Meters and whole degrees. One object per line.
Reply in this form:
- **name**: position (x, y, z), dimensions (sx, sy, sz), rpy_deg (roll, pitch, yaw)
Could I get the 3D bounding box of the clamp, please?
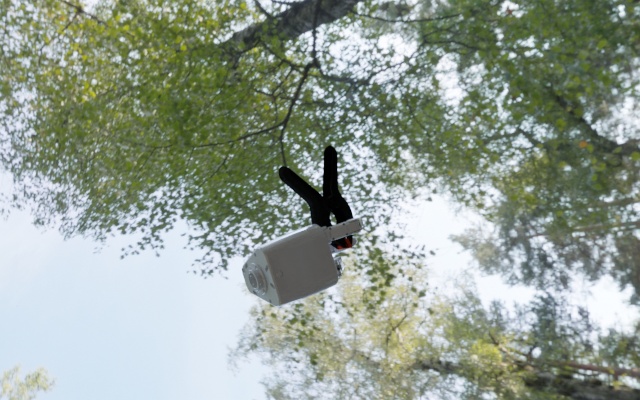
- **clamp**: position (0.000, 0.003, 0.765), dimensions (0.120, 0.171, 0.039), rpy_deg (-17, -1, -33)
